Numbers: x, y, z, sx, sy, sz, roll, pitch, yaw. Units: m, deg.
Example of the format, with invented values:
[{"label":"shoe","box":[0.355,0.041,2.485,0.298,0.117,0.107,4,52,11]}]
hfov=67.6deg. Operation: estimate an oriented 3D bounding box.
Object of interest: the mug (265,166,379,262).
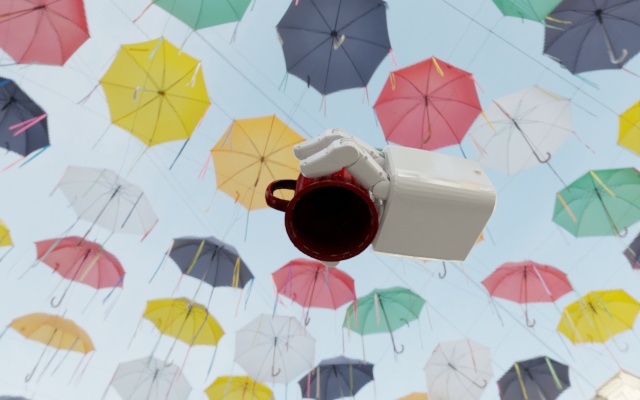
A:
[{"label":"mug","box":[-0.001,0.001,0.502,0.117,0.093,0.081,9,28,-3]}]
